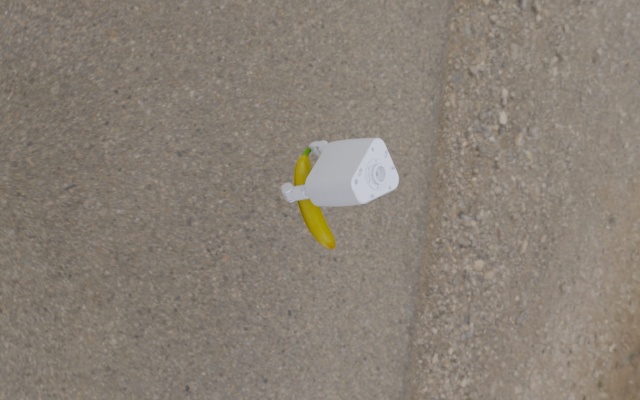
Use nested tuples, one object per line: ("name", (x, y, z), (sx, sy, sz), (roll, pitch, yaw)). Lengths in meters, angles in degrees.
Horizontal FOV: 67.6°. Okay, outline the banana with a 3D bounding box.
("banana", (-0.013, 0.004, 0.873), (0.037, 0.198, 0.069), (-5, 12, 43))
